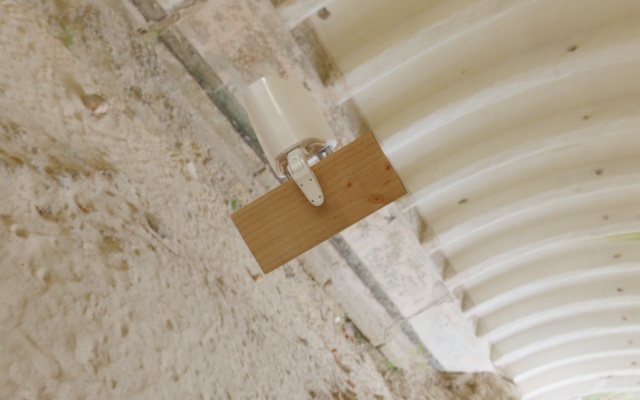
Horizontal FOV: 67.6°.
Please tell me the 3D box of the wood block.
[{"bbox_3d":[0.000,0.002,0.627,0.206,0.090,0.091,-31,0,8],"label":"wood block"}]
